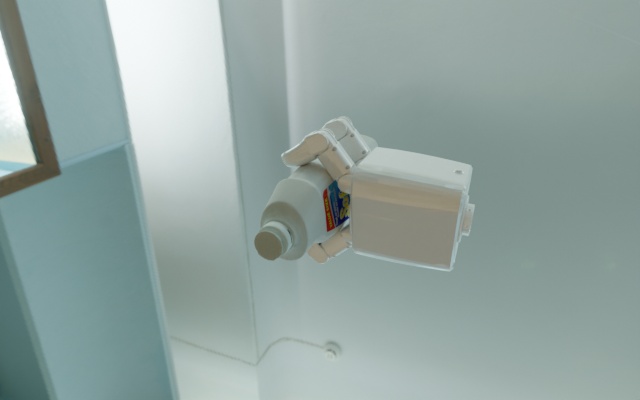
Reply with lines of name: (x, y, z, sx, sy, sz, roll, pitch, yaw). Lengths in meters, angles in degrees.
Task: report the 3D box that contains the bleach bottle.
bleach bottle: (0.000, 0.002, 0.525, 0.068, 0.103, 0.250, 11, 26, 19)
